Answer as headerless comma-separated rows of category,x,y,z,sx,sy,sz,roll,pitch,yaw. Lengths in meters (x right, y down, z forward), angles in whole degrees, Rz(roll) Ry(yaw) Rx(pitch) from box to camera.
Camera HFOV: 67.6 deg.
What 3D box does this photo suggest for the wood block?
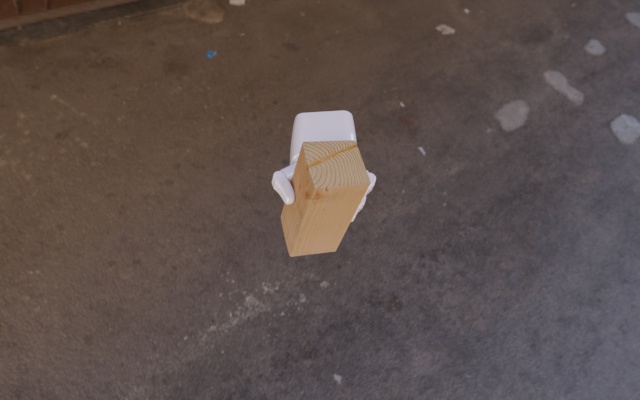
wood block,0.000,0.002,0.794,0.091,0.090,0.206,-4,-34,-18
